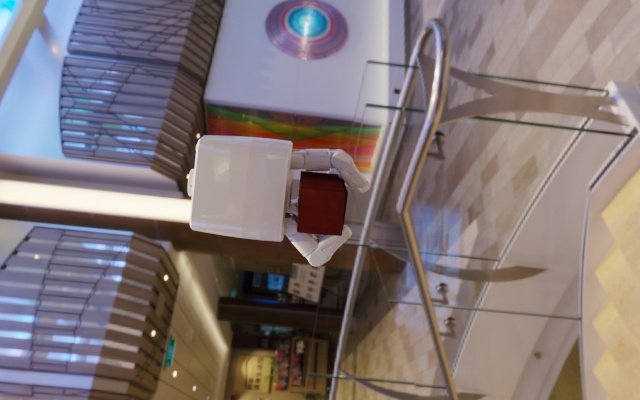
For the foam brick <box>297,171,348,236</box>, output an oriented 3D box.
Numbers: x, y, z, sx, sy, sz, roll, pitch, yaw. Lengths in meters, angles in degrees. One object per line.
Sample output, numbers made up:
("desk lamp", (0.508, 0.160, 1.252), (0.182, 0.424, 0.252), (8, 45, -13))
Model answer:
("foam brick", (0.000, 0.002, 0.543), (0.051, 0.053, 0.078), (5, 16, -3))
